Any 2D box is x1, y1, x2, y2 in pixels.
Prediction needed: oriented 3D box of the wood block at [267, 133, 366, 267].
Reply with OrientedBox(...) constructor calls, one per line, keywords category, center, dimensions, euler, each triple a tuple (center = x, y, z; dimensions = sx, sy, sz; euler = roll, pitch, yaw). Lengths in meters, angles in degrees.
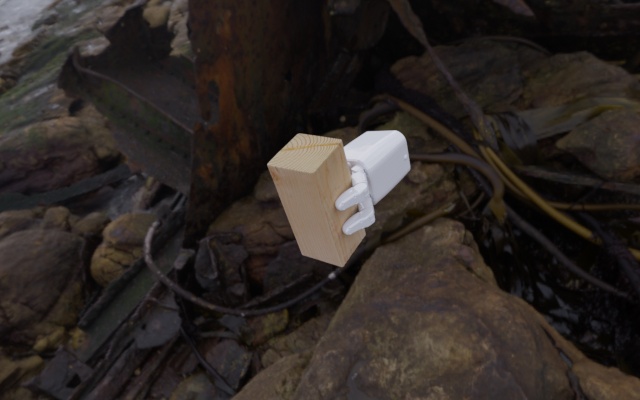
OrientedBox(category="wood block", center=(0.000, 0.002, 0.797), dimensions=(0.091, 0.206, 0.090), euler=(13, 48, 33))
